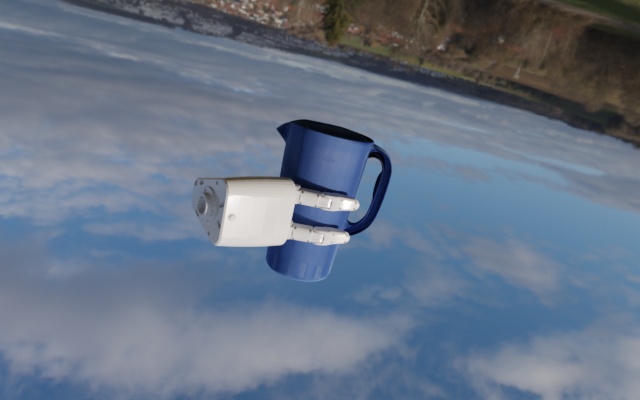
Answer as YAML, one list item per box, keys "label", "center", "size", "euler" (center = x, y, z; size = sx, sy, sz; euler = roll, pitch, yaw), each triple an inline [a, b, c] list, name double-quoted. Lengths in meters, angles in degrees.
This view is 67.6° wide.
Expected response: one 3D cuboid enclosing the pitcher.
- label: "pitcher"
  center: [0.000, 0.002, 0.751]
  size: [0.145, 0.243, 0.149]
  euler: [1, 20, -39]
